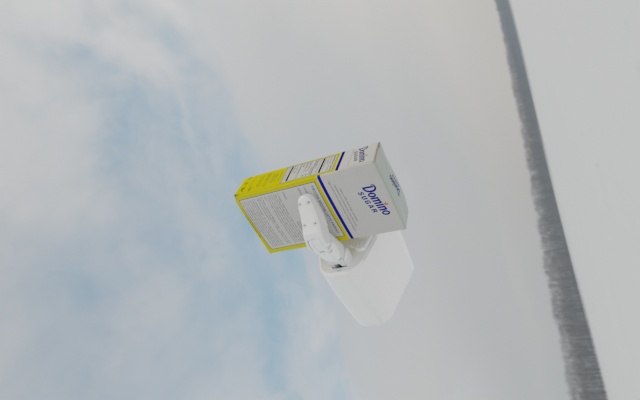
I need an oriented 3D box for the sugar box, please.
[{"bbox_3d":[0.000,0.002,0.535,0.176,0.093,0.048,-13,33,25],"label":"sugar box"}]
